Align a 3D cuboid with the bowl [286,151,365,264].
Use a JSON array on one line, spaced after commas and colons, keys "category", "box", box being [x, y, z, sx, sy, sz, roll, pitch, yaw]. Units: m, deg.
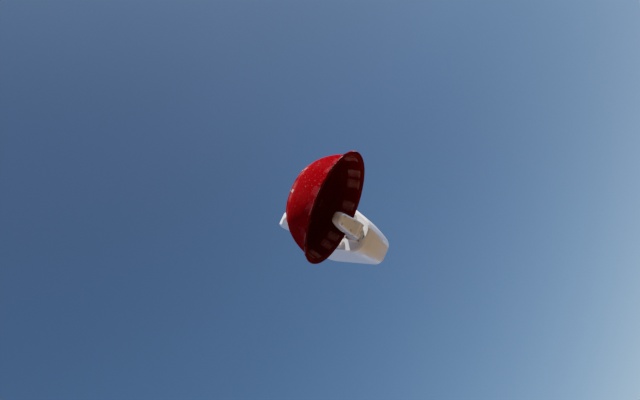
[{"category": "bowl", "box": [-0.001, 0.001, 0.649, 0.055, 0.162, 0.162, 22, 9, 22]}]
